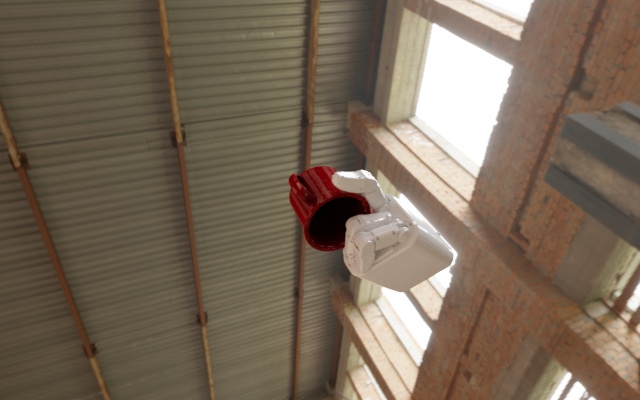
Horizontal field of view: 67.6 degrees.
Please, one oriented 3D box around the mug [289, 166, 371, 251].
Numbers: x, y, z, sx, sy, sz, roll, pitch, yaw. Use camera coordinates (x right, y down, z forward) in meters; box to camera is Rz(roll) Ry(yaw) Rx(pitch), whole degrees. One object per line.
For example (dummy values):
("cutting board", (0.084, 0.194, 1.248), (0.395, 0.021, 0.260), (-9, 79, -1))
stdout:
("mug", (-0.001, 0.001, 0.630), (0.117, 0.093, 0.081), (32, 16, -40))
